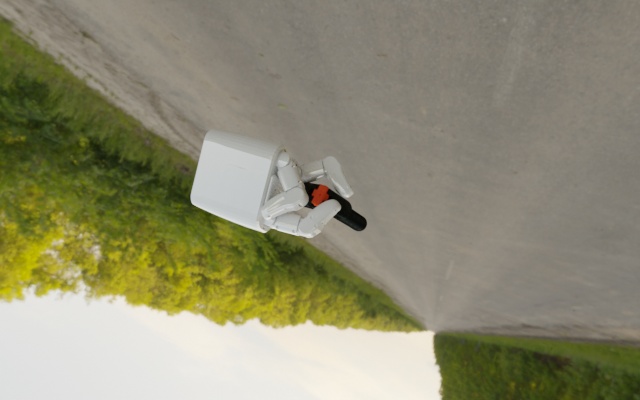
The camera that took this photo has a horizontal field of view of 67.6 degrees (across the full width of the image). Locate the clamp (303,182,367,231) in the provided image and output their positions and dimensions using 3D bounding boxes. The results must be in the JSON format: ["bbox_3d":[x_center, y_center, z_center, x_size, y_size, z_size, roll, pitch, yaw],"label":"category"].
[{"bbox_3d":[0.000,0.003,0.687,0.120,0.039,0.171,17,-10,17],"label":"clamp"}]
